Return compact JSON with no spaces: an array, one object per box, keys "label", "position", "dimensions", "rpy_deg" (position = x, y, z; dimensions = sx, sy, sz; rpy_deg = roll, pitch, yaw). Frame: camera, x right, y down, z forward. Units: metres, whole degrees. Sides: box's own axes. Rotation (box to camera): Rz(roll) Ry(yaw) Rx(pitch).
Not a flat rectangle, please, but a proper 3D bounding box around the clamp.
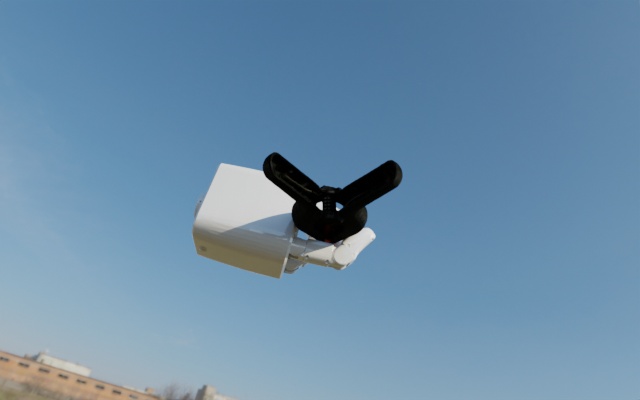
[{"label":"clamp","position":[0.000,0.001,0.473],"dimensions":[0.120,0.039,0.171],"rpy_deg":[13,-28,-4]}]
